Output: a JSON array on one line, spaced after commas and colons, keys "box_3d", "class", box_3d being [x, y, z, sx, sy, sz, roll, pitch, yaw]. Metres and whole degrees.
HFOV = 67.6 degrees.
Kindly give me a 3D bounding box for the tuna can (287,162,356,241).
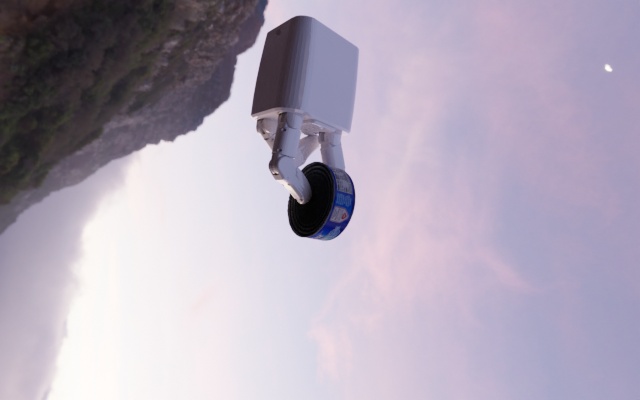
[{"box_3d": [0.001, 0.002, 0.536, 0.034, 0.086, 0.086, 14, -8, -35], "class": "tuna can"}]
